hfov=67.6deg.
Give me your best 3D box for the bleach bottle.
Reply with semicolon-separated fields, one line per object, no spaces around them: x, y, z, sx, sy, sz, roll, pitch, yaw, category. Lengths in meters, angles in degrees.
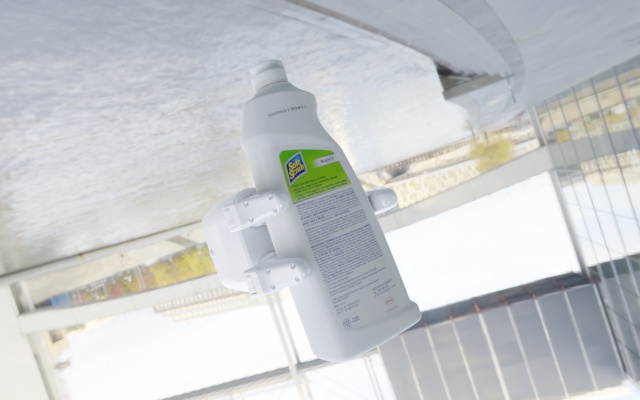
0.000;0.001;0.414;0.102;0.251;0.068;-19;1;-31;bleach bottle
